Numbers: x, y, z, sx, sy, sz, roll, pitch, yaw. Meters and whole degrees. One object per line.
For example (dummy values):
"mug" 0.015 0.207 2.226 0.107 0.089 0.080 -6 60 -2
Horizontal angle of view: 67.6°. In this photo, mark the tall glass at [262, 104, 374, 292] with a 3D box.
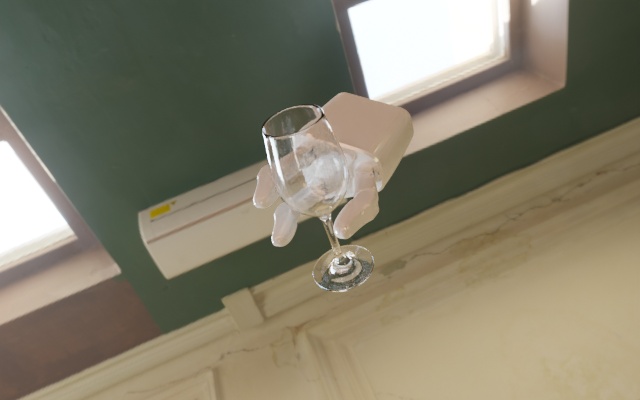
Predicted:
"tall glass" 0.000 0.002 0.506 0.079 0.201 0.079 -13 35 9
